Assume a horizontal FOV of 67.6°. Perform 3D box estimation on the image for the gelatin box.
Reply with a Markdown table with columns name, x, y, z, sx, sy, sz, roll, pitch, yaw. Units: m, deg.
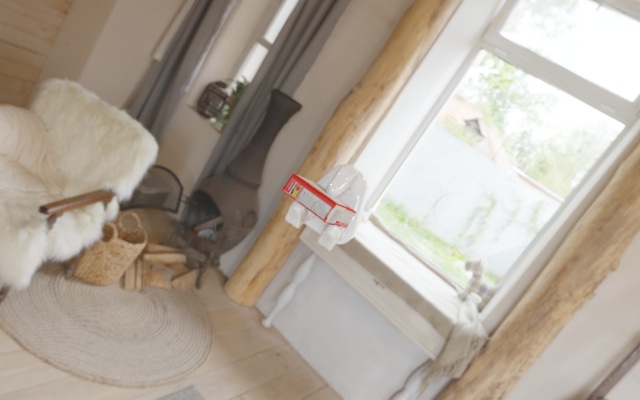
| name | x | y | z | sx | sy | sz | roll | pitch | yaw |
| --- | --- | --- | --- | --- | --- | --- | --- | --- | --- |
| gelatin box | 0.000 | 0.002 | 0.622 | 0.073 | 0.030 | 0.089 | 36 | 5 | 21 |
